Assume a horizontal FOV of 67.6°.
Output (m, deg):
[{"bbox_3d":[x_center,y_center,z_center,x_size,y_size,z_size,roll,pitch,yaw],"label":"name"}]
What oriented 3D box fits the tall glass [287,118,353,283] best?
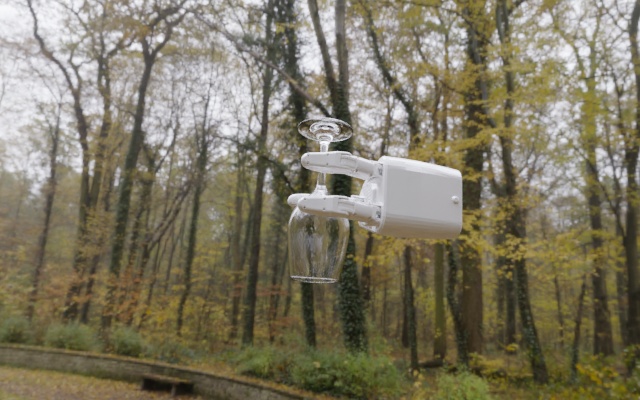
[{"bbox_3d":[0.000,0.001,0.609,0.079,0.201,0.079,4,-14,1],"label":"tall glass"}]
